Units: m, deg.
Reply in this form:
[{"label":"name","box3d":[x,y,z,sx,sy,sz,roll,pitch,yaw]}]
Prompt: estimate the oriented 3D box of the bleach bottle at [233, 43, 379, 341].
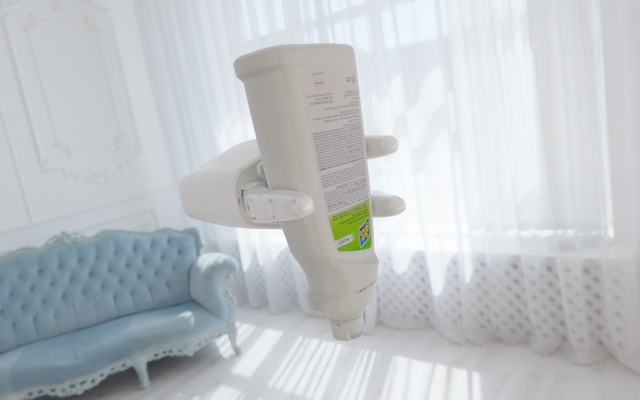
[{"label":"bleach bottle","box3d":[0.000,0.001,0.406,0.068,0.251,0.102,2,15,45]}]
